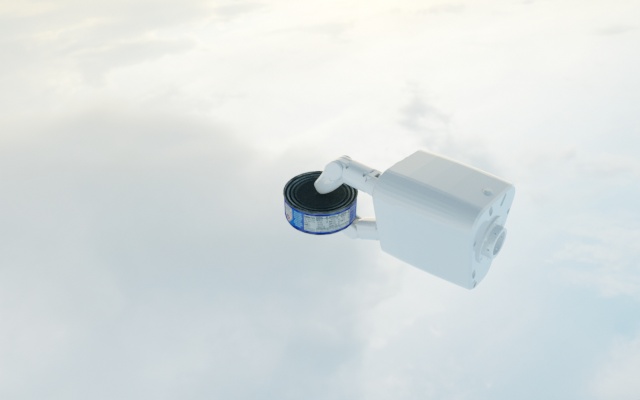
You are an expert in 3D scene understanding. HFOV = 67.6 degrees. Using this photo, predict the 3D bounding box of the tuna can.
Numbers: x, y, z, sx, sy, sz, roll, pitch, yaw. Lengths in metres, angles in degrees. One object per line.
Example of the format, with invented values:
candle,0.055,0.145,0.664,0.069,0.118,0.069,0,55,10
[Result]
tuna can,0.000,0.002,0.553,0.086,0.034,0.086,0,36,0
